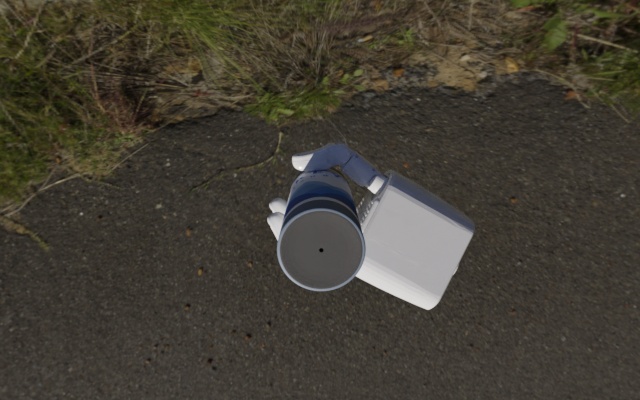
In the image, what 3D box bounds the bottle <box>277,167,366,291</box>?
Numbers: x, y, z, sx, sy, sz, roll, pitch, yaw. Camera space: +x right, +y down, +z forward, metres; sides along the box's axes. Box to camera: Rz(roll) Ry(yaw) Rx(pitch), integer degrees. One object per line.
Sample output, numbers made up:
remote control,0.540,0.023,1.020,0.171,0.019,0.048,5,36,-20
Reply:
bottle,0.000,0.002,0.498,0.069,0.069,0.295,0,14,0
